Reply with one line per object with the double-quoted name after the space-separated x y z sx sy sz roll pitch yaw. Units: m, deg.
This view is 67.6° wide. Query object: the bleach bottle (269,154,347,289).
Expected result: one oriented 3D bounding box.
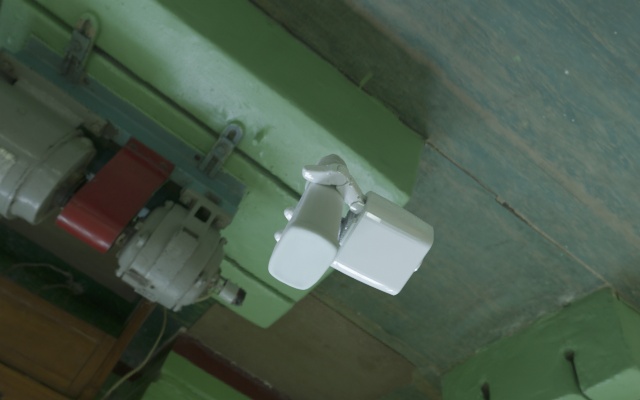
0.000 0.002 0.666 0.068 0.103 0.250 28 36 -7 "bleach bottle"
